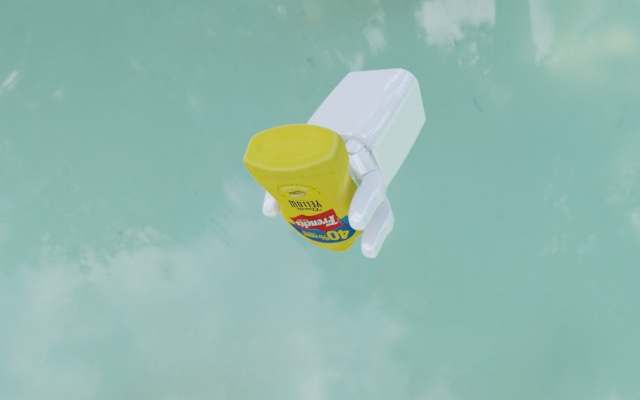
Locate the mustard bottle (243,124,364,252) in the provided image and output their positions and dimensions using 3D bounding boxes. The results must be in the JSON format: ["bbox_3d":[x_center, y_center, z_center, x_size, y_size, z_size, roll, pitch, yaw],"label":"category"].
[{"bbox_3d":[0.000,0.002,0.509,0.096,0.058,0.192,-1,-34,21],"label":"mustard bottle"}]
